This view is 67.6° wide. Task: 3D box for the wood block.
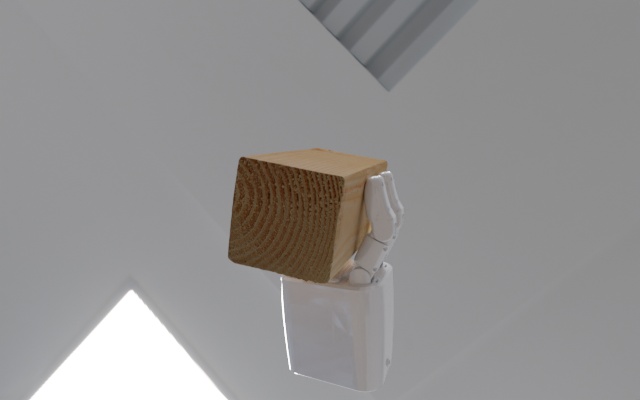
[{"bbox_3d":[0.000,0.002,0.472,0.091,0.090,0.206,11,11,15],"label":"wood block"}]
